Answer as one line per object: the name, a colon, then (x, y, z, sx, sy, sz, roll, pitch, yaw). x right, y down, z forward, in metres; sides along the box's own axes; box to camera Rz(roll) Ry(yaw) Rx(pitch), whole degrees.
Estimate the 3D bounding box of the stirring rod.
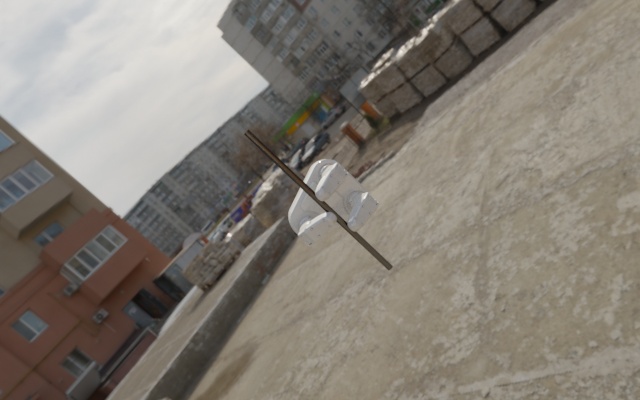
stirring rod: (0.000, 0.002, 0.574, 0.239, 0.011, 0.011, 43, -8, -8)
